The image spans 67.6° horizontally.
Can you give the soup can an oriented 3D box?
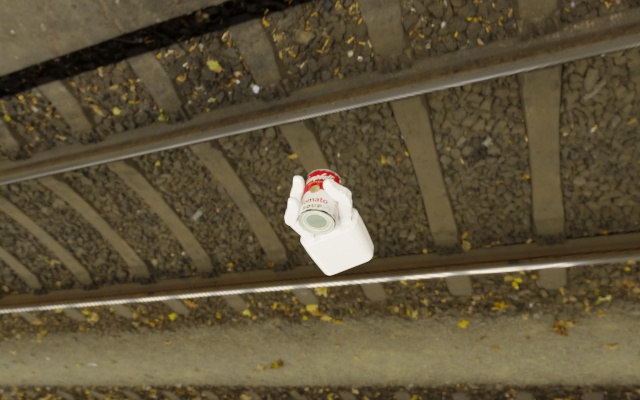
[{"bbox_3d":[0.000,0.003,0.855,0.068,0.102,0.069,6,-42,6],"label":"soup can"}]
